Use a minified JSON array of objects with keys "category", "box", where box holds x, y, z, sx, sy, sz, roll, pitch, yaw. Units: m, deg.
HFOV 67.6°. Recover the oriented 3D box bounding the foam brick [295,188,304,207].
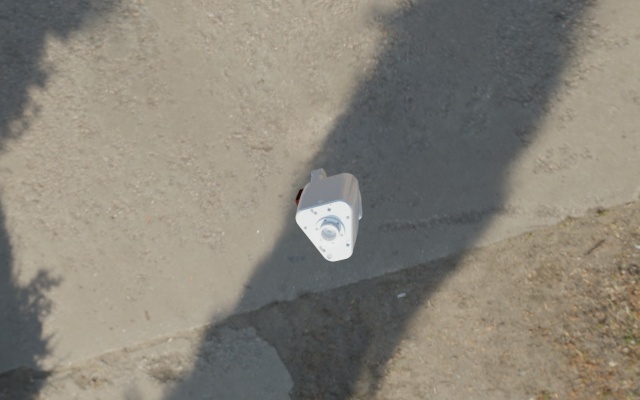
[{"category":"foam brick","box":[0.000,0.003,0.878,0.078,0.053,0.051,-15,22,15]}]
